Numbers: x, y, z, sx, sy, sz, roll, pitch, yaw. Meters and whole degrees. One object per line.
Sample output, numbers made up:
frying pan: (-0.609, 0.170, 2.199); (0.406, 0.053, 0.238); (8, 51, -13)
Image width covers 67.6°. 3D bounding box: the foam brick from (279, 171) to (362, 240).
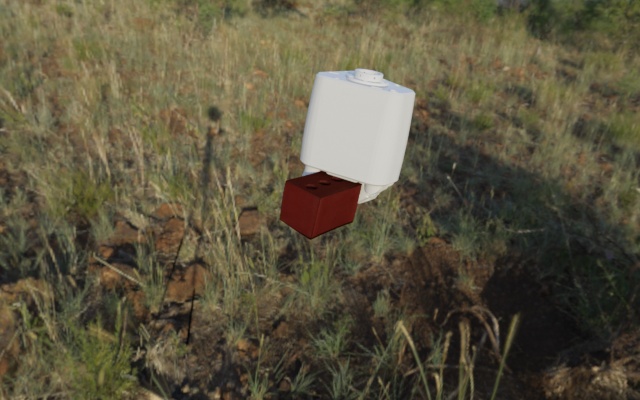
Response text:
foam brick: (0.000, 0.002, 0.544); (0.053, 0.051, 0.078); (29, 31, 32)
